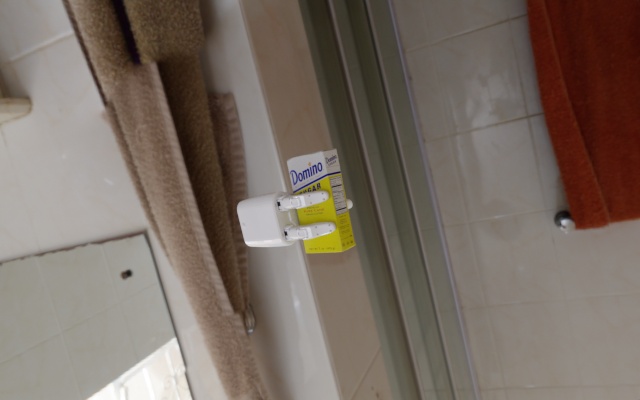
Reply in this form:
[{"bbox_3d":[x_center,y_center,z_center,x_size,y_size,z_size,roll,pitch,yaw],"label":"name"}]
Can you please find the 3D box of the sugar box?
[{"bbox_3d":[0.000,0.003,0.846,0.093,0.176,0.048,-9,7,43],"label":"sugar box"}]
